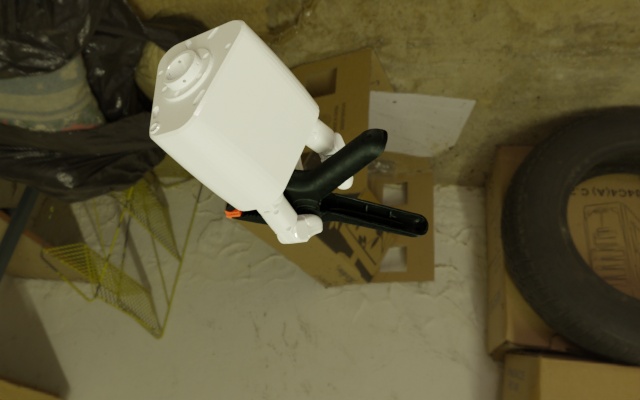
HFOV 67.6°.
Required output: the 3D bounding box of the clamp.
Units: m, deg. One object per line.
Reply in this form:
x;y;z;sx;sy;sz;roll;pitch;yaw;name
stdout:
-0.001;0.002;0.485;0.210;0.036;0.165;-9;-36;30;clamp
